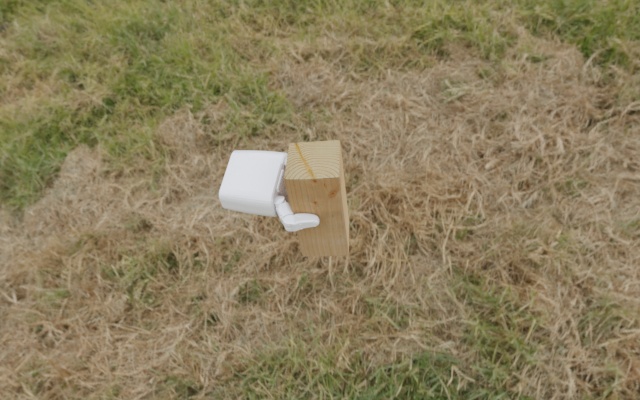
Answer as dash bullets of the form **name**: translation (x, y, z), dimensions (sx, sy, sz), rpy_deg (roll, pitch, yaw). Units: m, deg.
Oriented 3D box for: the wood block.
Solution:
- **wood block**: translation (0.000, 0.003, 0.849), dimensions (0.090, 0.090, 0.206), rpy_deg (-2, -43, 7)
